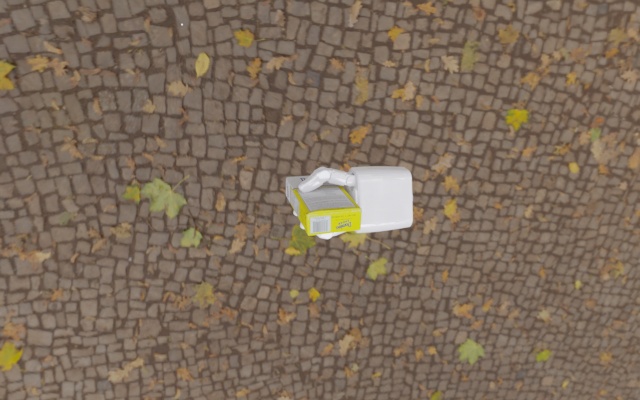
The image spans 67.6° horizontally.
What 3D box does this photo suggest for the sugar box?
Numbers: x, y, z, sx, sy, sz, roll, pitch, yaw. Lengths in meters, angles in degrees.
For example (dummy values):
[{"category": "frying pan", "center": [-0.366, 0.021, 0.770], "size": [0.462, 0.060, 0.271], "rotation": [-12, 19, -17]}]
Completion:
[{"category": "sugar box", "center": [0.000, 0.003, 0.844], "size": [0.093, 0.048, 0.176], "rotation": [-4, 21, -14]}]
